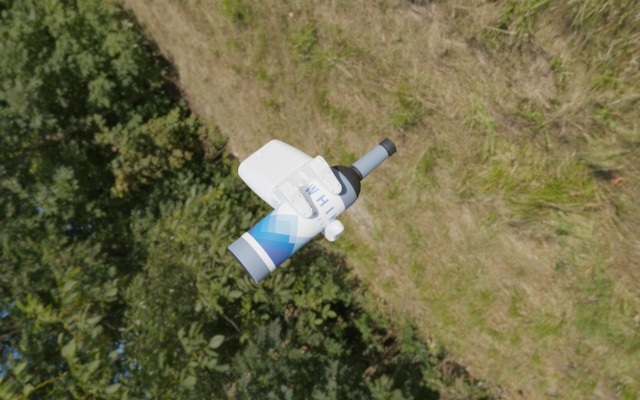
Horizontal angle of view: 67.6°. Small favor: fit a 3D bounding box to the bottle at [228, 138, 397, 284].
[{"bbox_3d":[0.000,0.003,0.711,0.295,0.069,0.069,-39,12,-15],"label":"bottle"}]
